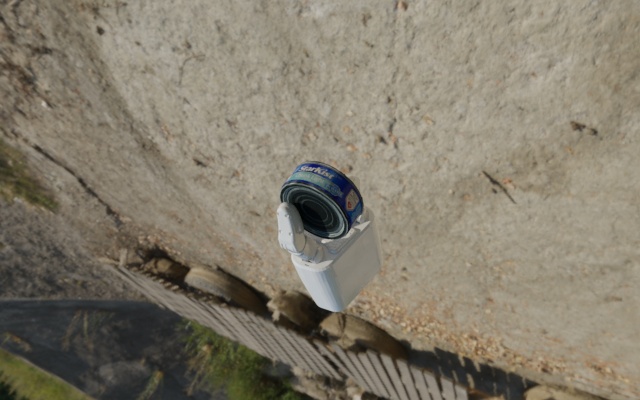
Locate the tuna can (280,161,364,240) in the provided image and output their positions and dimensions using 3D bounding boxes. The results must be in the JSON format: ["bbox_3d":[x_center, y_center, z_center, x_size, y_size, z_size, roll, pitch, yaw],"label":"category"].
[{"bbox_3d":[0.000,0.002,0.503,0.086,0.086,0.033,0,43,42],"label":"tuna can"}]
